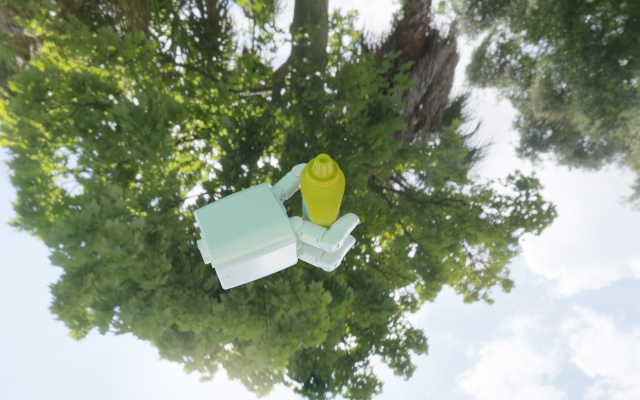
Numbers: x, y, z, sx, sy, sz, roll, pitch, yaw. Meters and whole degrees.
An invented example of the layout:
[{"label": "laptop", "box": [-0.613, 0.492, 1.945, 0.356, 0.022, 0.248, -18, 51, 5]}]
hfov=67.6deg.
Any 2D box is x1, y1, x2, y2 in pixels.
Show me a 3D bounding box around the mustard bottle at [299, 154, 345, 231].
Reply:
[{"label": "mustard bottle", "box": [0.000, 0.002, 0.647, 0.058, 0.096, 0.192, 0, -33, -2]}]
